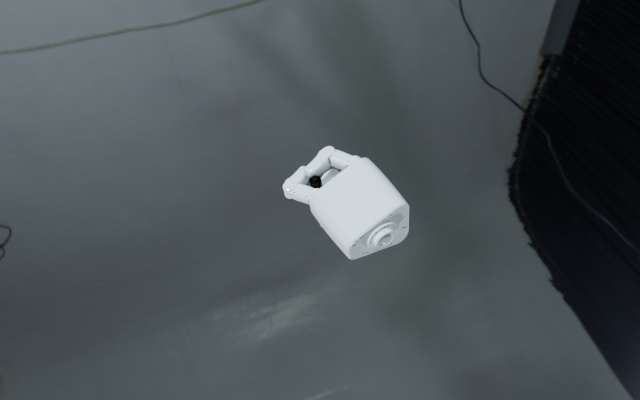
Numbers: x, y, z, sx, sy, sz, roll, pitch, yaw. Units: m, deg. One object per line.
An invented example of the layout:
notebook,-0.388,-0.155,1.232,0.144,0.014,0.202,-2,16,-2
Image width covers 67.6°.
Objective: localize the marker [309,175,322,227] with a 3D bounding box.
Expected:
marker,0.000,0.002,0.763,0.020,0.020,0.121,0,-38,10
